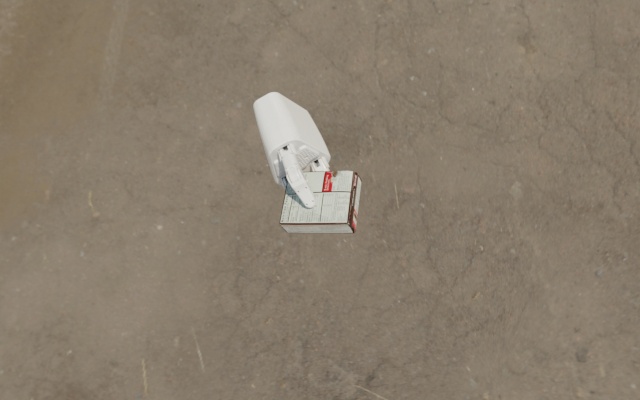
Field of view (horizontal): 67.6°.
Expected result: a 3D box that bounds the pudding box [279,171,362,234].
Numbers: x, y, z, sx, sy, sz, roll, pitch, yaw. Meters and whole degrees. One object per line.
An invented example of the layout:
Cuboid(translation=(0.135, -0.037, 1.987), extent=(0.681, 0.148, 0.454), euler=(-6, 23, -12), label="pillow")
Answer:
Cuboid(translation=(0.000, 0.002, 0.716), extent=(0.113, 0.090, 0.039), euler=(-2, -25, 22), label="pudding box")
